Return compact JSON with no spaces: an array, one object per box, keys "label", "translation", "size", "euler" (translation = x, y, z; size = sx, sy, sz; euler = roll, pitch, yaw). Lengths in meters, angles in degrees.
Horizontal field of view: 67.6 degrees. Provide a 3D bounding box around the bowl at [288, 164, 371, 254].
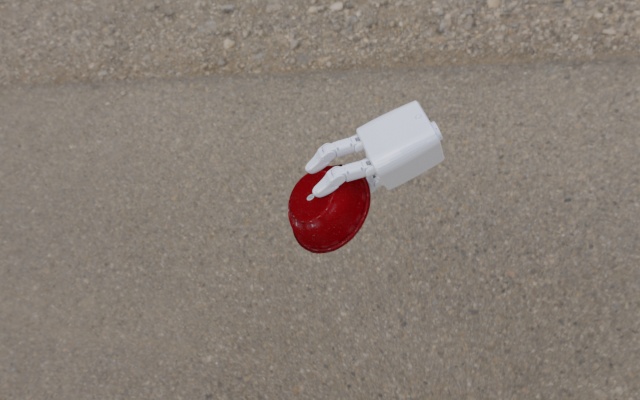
[{"label":"bowl","translation":[-0.001,0.003,0.786],"size":[0.162,0.162,0.055],"euler":[0,-23,39]}]
